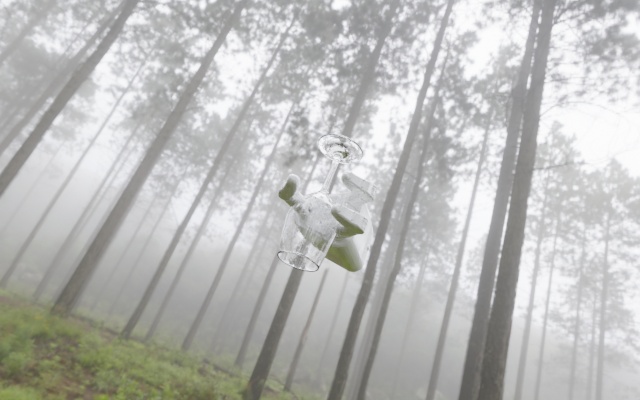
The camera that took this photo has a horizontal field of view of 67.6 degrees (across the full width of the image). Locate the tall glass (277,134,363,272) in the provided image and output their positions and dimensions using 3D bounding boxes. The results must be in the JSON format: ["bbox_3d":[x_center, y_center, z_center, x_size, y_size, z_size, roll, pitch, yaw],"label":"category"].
[{"bbox_3d":[0.000,0.002,0.707,0.079,0.201,0.079,17,-27,9],"label":"tall glass"}]
